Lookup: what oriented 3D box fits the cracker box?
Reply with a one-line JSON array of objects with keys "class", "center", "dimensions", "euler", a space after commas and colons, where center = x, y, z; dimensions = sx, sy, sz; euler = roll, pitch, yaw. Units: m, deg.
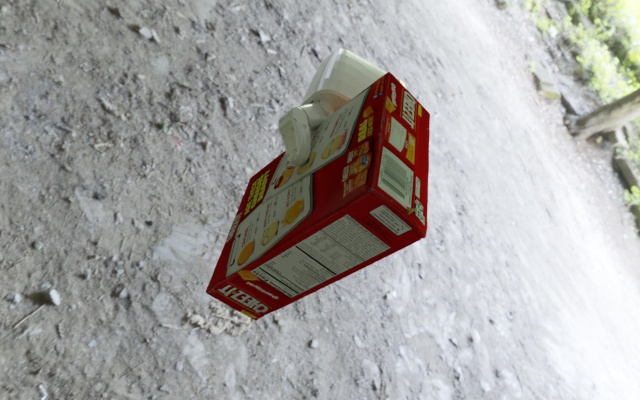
[{"class": "cracker box", "center": [0.000, 0.001, 0.450], "dimensions": [0.072, 0.164, 0.214], "euler": [38, -50, -23]}]
